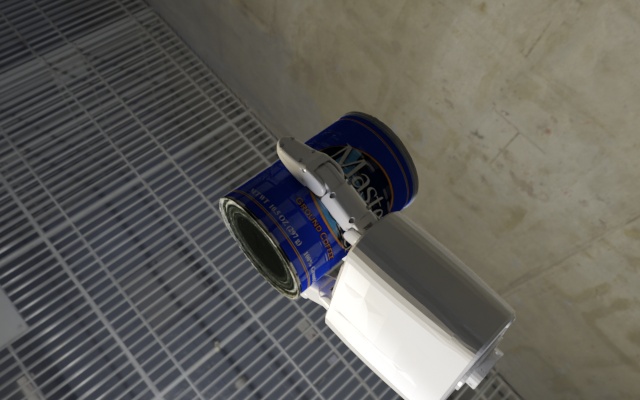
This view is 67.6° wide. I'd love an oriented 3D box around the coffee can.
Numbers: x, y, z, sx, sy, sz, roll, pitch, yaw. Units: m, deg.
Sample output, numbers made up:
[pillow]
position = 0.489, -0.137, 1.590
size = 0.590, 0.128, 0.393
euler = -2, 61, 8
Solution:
[coffee can]
position = 0.000, 0.001, 0.414
size = 0.140, 0.103, 0.103
euler = -37, 16, -23
